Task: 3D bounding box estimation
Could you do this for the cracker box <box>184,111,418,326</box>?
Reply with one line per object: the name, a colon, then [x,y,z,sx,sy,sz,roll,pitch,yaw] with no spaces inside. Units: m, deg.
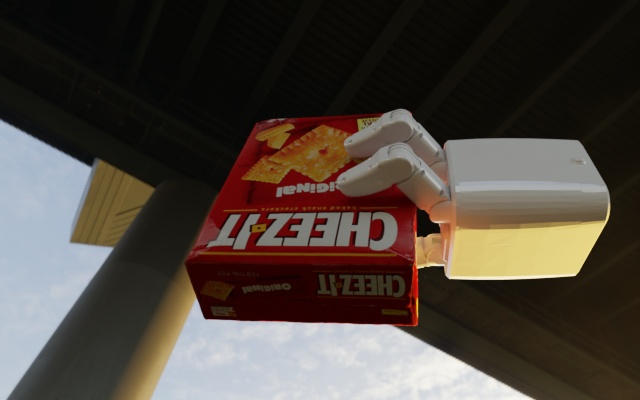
cracker box: [0.000,0.001,0.417,0.164,0.072,0.213,-2,36,11]
